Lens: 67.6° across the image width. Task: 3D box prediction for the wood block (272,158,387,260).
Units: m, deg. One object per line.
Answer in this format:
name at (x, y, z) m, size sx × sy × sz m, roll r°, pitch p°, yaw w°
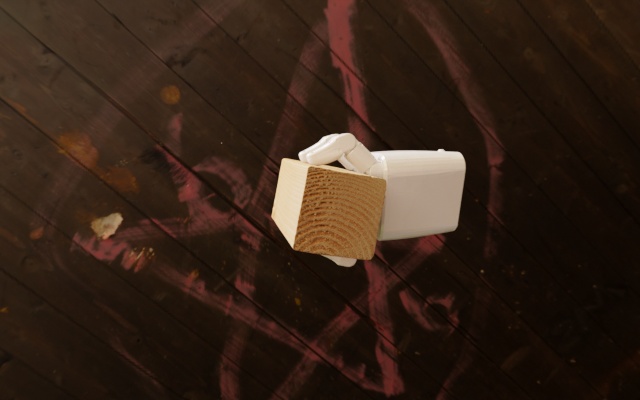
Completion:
wood block at (0.000, 0.002, 0.595) m, size 0.090 × 0.091 × 0.206 m, roll 9°, pitch 5°, yaw -13°
